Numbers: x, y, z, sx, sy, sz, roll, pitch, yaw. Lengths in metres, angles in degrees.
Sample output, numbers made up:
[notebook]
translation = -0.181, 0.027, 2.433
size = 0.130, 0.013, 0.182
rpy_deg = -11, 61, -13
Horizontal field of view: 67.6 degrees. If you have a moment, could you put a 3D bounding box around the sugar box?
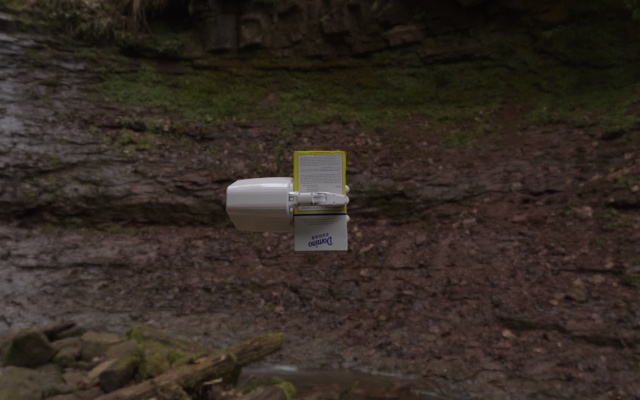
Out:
[sugar box]
translation = 0.000, 0.003, 0.838
size = 0.093, 0.176, 0.048
rpy_deg = 0, -6, 3
